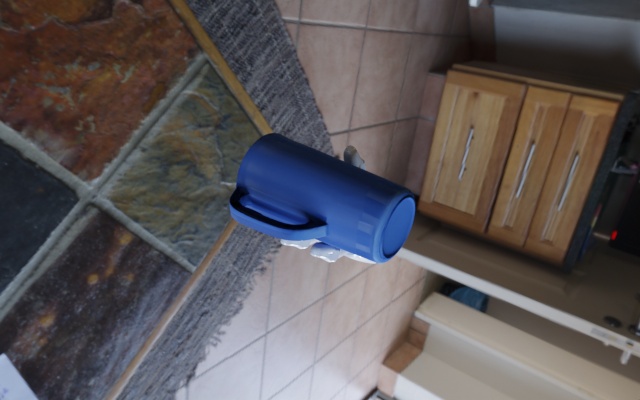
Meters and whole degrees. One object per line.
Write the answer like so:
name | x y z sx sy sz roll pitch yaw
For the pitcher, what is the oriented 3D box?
pitcher | 0.000 0.002 0.682 0.243 0.149 0.145 22 -5 30
